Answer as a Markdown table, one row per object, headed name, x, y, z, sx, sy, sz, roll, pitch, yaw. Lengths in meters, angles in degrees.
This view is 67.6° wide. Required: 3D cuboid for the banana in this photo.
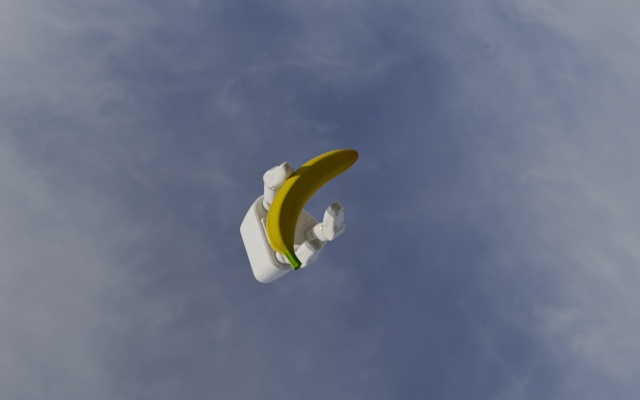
| name | x | y | z | sx | sy | sz | roll | pitch | yaw |
| --- | --- | --- | --- | --- | --- | --- | --- | --- | --- |
| banana | -0.017 | -0.005 | 0.605 | 0.069 | 0.197 | 0.037 | 31 | -31 | -3 |
